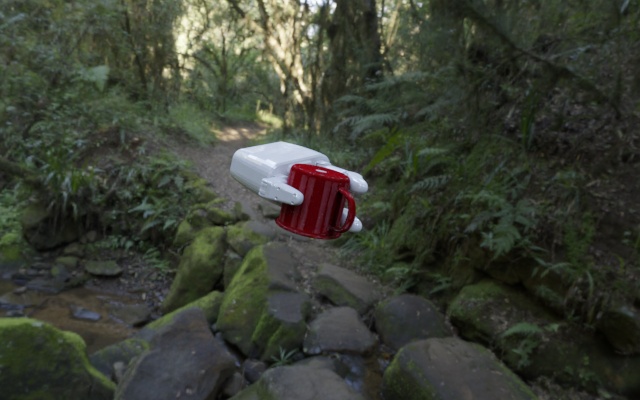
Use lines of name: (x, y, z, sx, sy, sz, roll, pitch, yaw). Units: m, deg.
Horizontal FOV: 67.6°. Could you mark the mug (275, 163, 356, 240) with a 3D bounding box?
mug: (0.001, 0.002, 0.631, 0.093, 0.081, 0.117, 2, 16, -44)
